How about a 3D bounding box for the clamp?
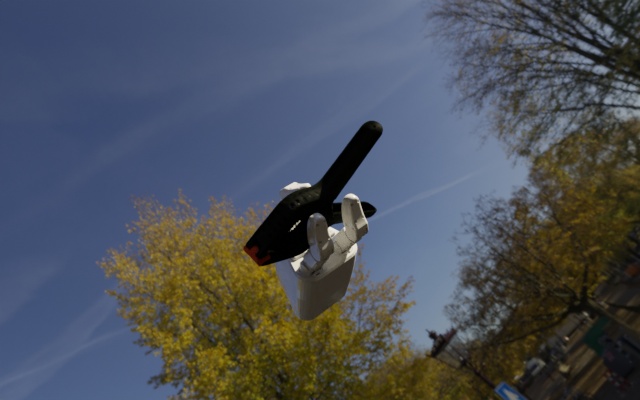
[{"bbox_3d":[-0.001,0.002,0.574,0.210,0.165,0.036,-31,53,-30],"label":"clamp"}]
